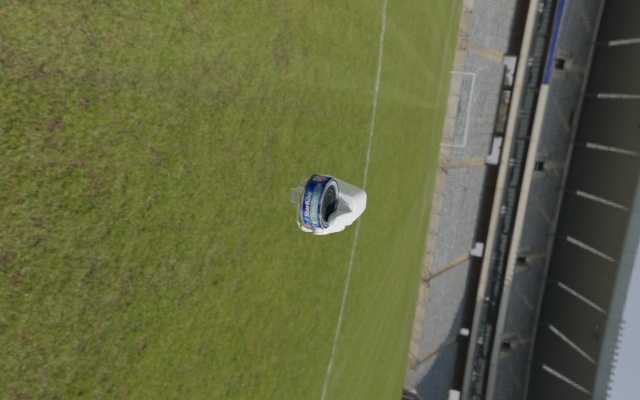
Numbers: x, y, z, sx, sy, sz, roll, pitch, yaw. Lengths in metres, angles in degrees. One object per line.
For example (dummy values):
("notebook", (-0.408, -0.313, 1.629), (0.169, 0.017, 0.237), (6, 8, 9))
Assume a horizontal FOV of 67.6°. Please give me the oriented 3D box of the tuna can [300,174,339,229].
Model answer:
("tuna can", (0.001, 0.003, 0.765), (0.034, 0.086, 0.086), (10, 4, 20))
